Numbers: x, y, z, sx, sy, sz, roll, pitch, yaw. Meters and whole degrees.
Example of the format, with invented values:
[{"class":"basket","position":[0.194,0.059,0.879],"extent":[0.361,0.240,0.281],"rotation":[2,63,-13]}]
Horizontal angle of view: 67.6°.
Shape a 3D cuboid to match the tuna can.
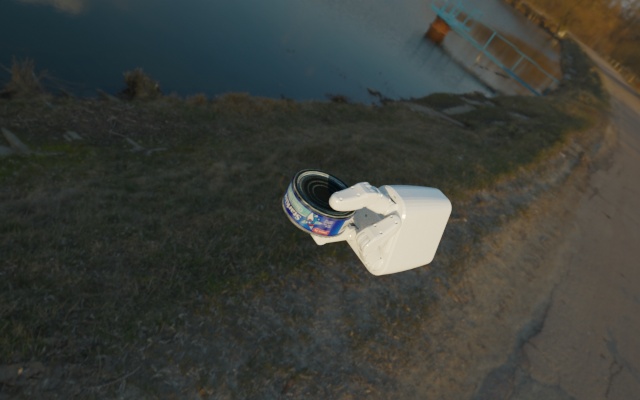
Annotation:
[{"class":"tuna can","position":[0.000,0.001,0.567],"extent":[0.086,0.034,0.086],"rotation":[19,37,-15]}]
